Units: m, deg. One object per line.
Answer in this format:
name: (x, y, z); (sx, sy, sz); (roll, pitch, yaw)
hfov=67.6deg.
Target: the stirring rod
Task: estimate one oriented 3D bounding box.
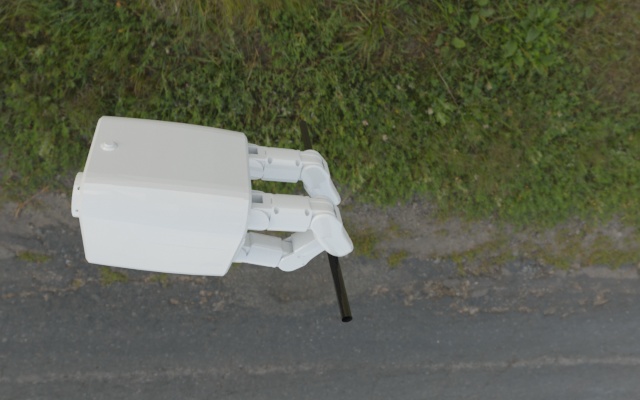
stirring rod: (0.000, 0.001, 0.426); (0.011, 0.011, 0.239); (0, 44, -13)
